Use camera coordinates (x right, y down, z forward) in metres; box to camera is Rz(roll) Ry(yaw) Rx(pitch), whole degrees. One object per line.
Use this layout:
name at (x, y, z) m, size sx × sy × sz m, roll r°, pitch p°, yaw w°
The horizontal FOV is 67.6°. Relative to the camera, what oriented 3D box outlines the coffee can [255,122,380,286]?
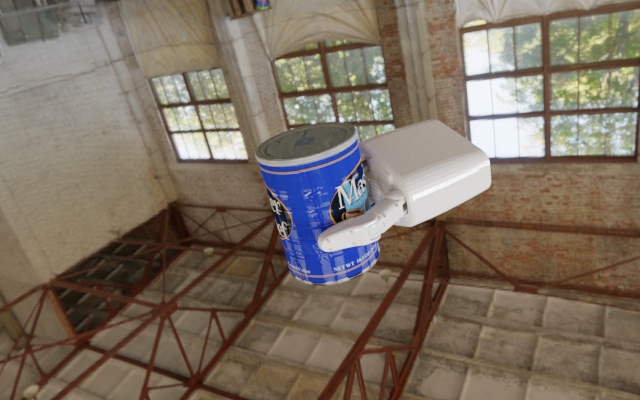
coffee can at (0.000, 0.002, 0.498) m, size 0.103 × 0.140 × 0.102 m, roll -11°, pitch 24°, yaw 5°
